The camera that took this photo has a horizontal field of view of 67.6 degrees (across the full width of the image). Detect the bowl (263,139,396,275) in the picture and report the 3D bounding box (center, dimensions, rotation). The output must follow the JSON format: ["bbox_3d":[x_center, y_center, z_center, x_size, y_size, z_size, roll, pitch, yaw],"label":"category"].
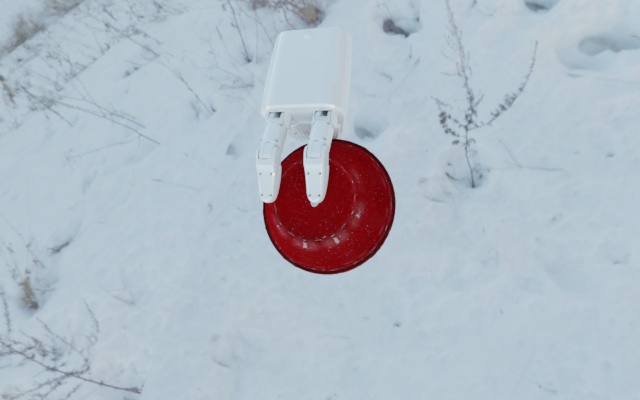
[{"bbox_3d":[0.000,0.003,0.534,0.162,0.162,0.055,0,-9,17],"label":"bowl"}]
